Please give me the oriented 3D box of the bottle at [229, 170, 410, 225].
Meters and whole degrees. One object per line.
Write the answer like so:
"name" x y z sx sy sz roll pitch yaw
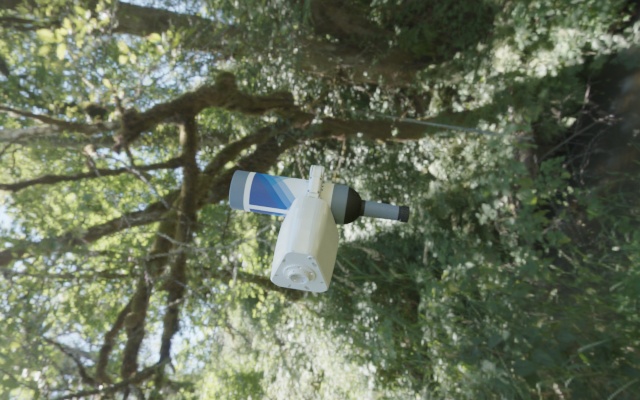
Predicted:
"bottle" 0.000 0.003 0.799 0.296 0.069 0.069 8 0 3
